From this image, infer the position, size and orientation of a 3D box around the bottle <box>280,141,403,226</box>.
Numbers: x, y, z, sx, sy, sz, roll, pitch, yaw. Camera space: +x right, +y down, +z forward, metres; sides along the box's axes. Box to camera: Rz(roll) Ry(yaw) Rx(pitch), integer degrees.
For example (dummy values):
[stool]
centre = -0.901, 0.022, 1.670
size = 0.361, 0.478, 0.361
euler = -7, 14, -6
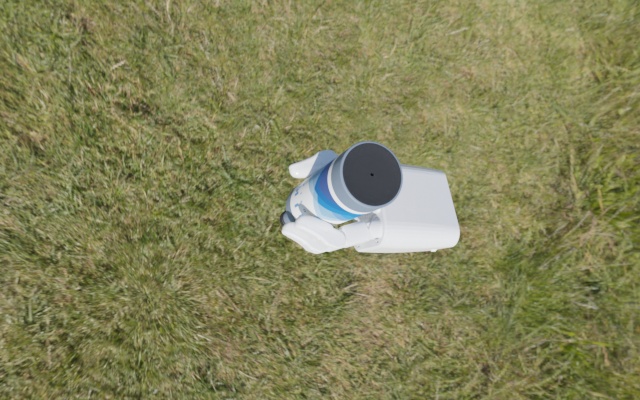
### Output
[bottle]
centre = 0.000, 0.002, 0.589
size = 0.069, 0.069, 0.296
euler = 0, -11, -20
